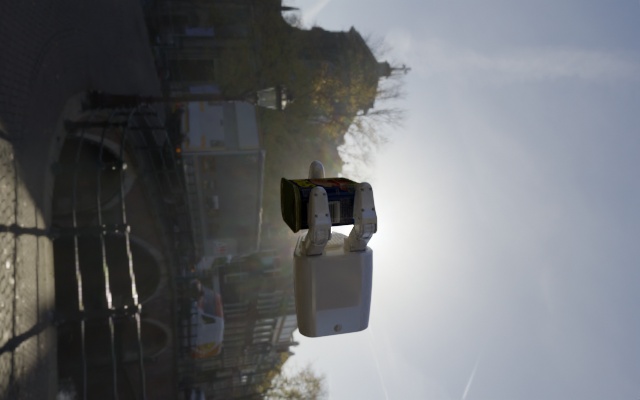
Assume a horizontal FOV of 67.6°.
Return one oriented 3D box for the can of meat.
[{"bbox_3d":[0.000,0.002,0.590,0.084,0.057,0.102,-3,10,-14],"label":"can of meat"}]
